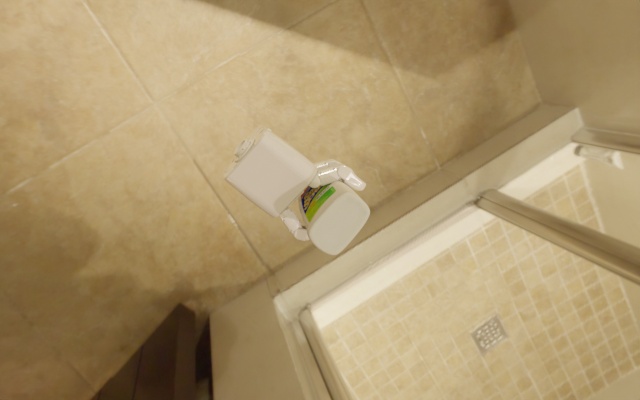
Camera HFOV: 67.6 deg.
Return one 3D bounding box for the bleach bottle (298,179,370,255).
[{"bbox_3d":[0.000,0.003,0.825,0.068,0.102,0.250,40,2,-21],"label":"bleach bottle"}]
